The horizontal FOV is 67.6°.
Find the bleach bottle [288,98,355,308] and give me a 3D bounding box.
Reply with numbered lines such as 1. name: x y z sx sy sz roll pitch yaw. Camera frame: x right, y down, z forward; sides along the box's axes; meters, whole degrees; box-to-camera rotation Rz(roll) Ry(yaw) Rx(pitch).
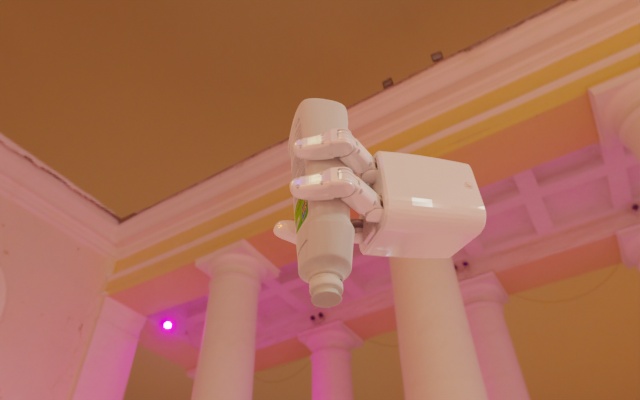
1. bleach bottle: 0.000 0.002 0.516 0.068 0.250 0.103 6 -43 -9
